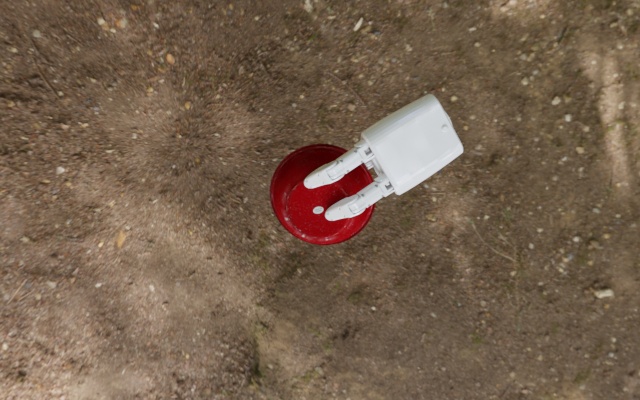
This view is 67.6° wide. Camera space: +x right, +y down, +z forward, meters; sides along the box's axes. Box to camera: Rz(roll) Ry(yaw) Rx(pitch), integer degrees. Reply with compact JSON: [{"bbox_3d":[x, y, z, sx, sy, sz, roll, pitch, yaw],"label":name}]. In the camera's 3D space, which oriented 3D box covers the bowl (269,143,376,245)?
[{"bbox_3d":[-0.001,0.003,0.694,0.162,0.162,0.055,0,20,7],"label":"bowl"}]
